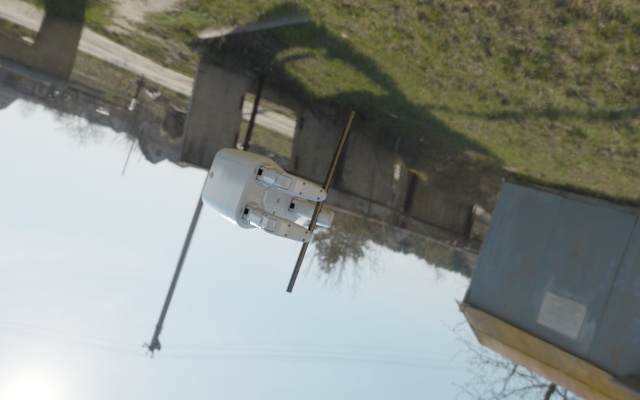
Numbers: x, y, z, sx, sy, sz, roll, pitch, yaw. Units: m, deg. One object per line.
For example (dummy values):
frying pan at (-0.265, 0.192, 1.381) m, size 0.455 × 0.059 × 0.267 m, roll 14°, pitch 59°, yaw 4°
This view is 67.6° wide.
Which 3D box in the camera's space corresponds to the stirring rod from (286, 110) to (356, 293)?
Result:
stirring rod at (0.000, 0.002, 0.599) m, size 0.011 × 0.239 × 0.011 m, roll 20°, pitch 1°, yaw 0°
